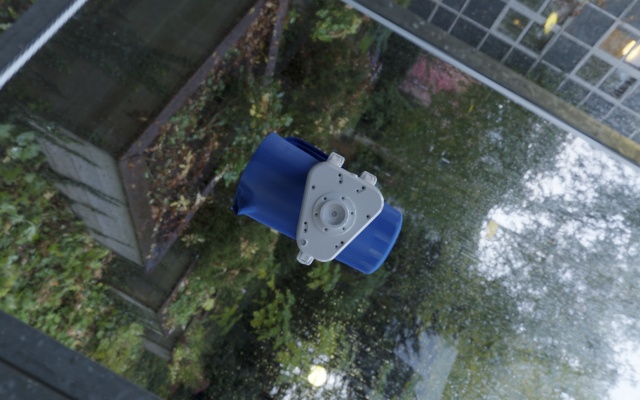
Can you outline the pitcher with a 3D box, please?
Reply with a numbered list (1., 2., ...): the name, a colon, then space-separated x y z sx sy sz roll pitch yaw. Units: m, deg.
1. pitcher: 0.000 0.002 0.733 0.243 0.149 0.145 29 1 0
